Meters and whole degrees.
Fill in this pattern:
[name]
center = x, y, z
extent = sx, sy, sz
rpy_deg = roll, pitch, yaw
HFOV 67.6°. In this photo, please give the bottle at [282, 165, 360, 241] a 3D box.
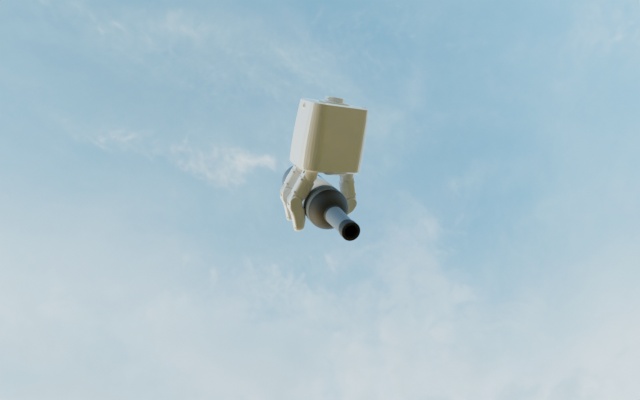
[bottle]
center = 0.000, 0.003, 0.781
extent = 0.069, 0.069, 0.295
rpy_deg = 0, 16, -17
